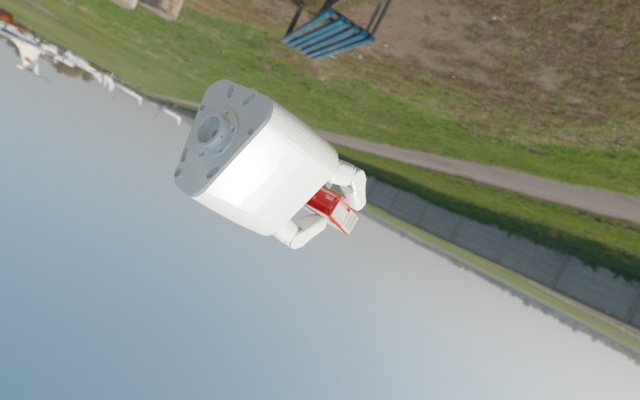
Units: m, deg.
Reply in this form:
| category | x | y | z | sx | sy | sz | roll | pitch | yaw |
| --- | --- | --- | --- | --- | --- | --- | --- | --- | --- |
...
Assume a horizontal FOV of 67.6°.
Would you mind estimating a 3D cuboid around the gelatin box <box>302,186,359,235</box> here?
| category | x | y | z | sx | sy | sz | roll | pitch | yaw |
| --- | --- | --- | --- | --- | --- | --- | --- | --- | --- |
| gelatin box | 0.000 | 0.002 | 0.561 | 0.073 | 0.030 | 0.089 | 30 | -7 | 24 |
